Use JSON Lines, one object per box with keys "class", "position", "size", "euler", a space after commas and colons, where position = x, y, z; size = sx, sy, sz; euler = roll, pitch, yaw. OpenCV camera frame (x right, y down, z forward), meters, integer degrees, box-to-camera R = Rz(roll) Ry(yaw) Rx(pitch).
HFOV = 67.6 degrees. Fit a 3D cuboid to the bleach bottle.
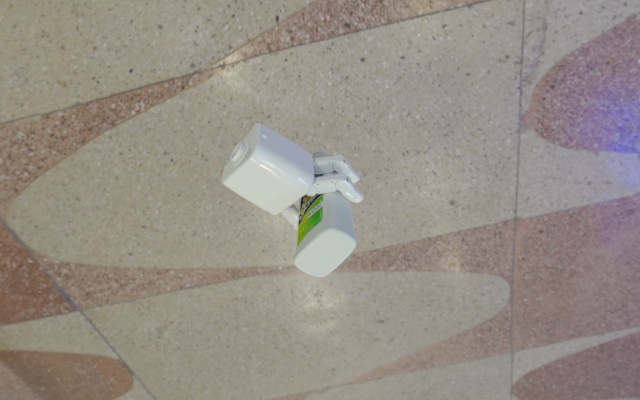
{"class": "bleach bottle", "position": [0.000, 0.003, 0.804], "size": [0.068, 0.102, 0.250], "euler": [30, 30, -25]}
